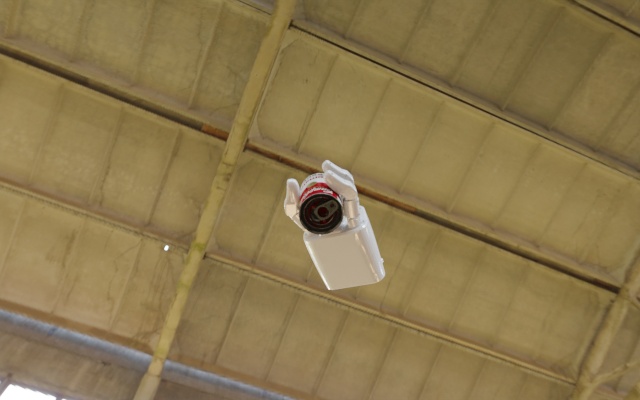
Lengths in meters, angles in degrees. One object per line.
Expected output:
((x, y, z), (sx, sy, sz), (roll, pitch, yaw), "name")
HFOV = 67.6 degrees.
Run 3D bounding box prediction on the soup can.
((0.000, 0.002, 0.762), (0.068, 0.068, 0.102), (0, 22, -1), "soup can")
